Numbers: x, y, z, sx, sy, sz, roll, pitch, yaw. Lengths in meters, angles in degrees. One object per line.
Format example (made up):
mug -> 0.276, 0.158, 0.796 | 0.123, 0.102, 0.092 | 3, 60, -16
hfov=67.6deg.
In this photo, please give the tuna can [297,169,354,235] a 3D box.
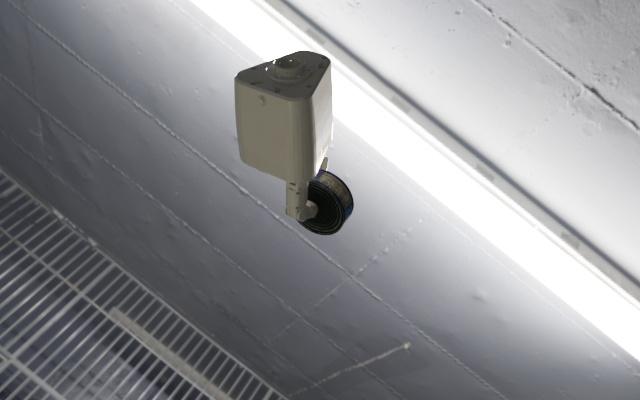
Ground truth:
tuna can -> 0.000, 0.002, 0.631 | 0.086, 0.086, 0.033 | 0, 33, 36
